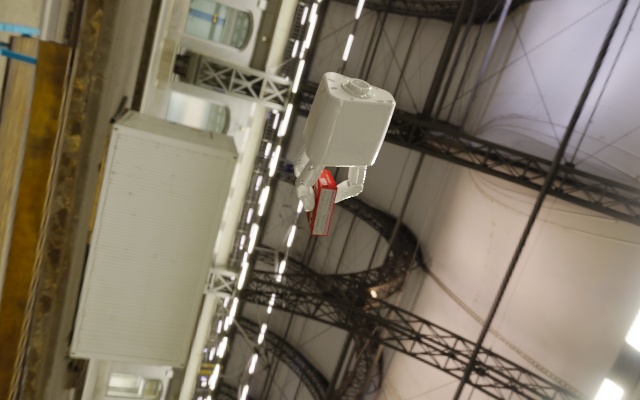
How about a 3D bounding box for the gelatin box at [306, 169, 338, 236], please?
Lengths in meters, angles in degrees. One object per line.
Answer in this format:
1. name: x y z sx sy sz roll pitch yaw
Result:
1. gelatin box: 0.001 0.003 0.777 0.030 0.089 0.073 5 24 -12
